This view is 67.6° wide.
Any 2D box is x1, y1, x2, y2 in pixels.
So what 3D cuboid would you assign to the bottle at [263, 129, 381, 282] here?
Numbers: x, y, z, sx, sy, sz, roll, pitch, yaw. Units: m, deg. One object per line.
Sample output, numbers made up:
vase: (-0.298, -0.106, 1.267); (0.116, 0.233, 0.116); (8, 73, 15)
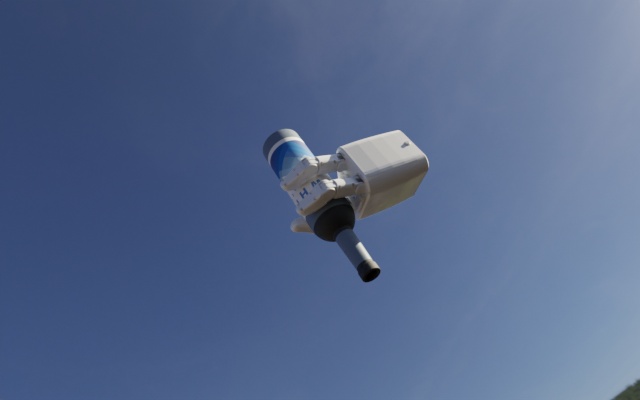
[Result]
bottle: (0.000, 0.002, 0.702); (0.069, 0.069, 0.295); (0, 40, -35)
